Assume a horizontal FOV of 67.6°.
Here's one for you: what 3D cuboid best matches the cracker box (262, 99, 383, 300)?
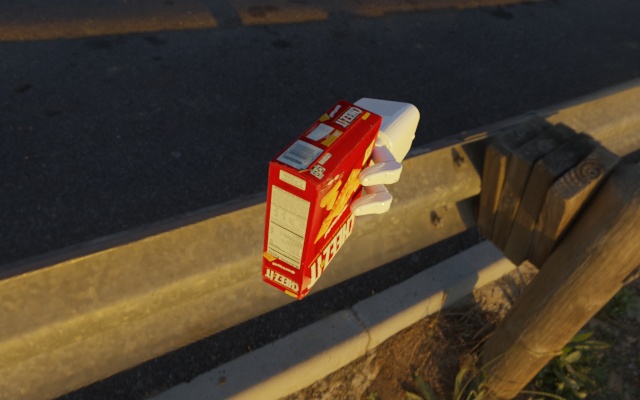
[{"bbox_3d":[0.000,0.002,0.623,0.072,0.214,0.164,26,46,17],"label":"cracker box"}]
